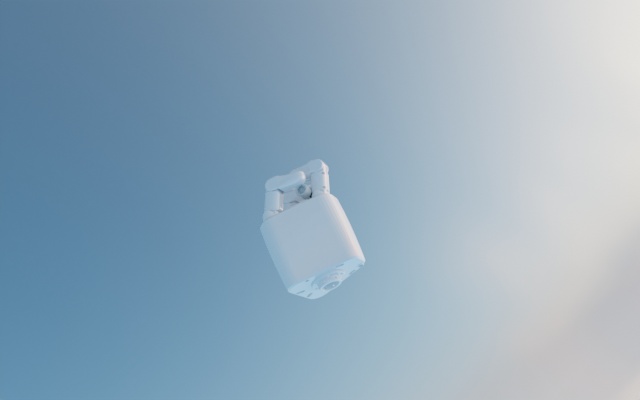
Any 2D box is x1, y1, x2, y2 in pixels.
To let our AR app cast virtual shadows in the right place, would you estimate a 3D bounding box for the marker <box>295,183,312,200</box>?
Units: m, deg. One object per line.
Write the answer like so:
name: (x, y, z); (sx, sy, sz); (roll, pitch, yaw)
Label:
marker: (0.000, 0.002, 0.725); (0.020, 0.020, 0.121); (0, -17, 29)
